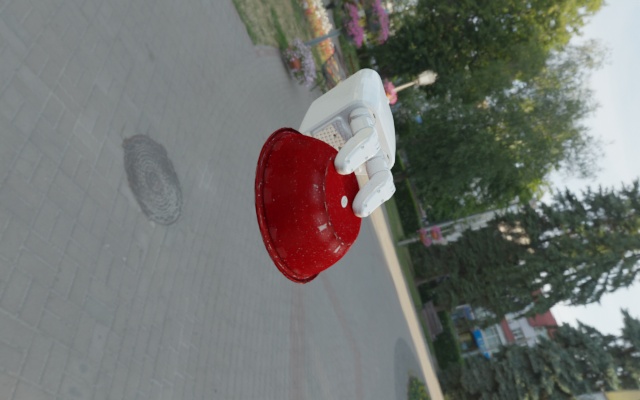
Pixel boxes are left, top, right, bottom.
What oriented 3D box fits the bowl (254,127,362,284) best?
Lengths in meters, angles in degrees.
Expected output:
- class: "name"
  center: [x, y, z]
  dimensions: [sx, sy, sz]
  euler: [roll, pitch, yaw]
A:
- class: "bowl"
  center: [0.000, 0.003, 0.484]
  dimensions: [0.055, 0.162, 0.162]
  euler: [-7, -3, 26]
